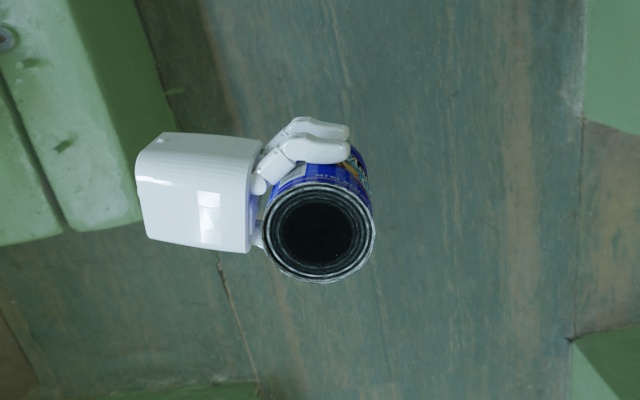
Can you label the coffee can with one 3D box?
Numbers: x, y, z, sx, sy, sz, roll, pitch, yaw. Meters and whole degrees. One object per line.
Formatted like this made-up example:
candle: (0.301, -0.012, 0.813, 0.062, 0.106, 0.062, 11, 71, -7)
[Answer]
coffee can: (0.000, 0.002, 0.482, 0.103, 0.103, 0.140, 0, 25, 2)
